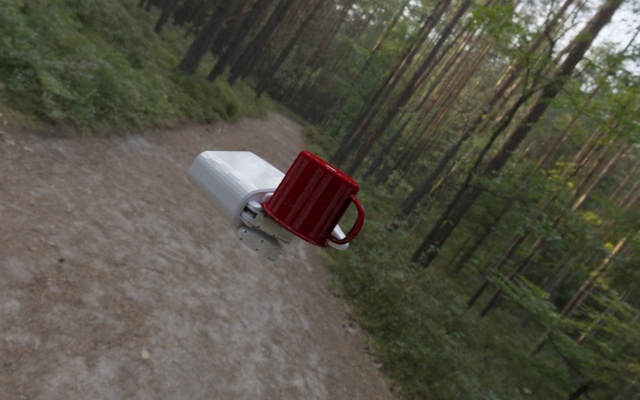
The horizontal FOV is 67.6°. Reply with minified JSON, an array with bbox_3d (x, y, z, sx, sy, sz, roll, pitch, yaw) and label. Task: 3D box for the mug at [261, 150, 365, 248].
[{"bbox_3d":[0.001,0.002,0.548,0.117,0.081,0.093,37,8,29],"label":"mug"}]
